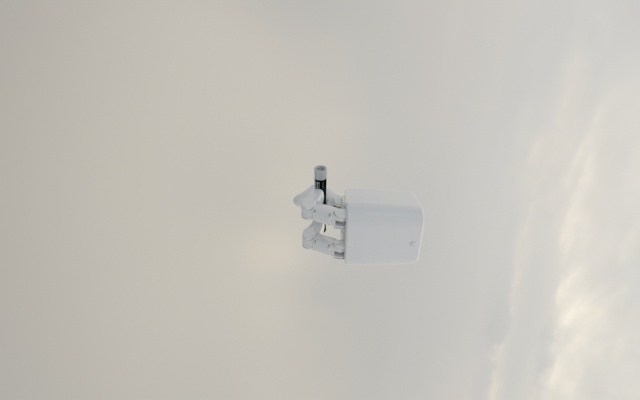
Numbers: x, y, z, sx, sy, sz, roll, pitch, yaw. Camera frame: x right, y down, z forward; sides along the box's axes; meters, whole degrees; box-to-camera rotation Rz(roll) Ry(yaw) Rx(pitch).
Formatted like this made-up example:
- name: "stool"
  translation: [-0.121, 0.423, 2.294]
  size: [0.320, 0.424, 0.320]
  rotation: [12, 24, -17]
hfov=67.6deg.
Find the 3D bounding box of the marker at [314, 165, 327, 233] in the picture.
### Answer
- name: "marker"
  translation: [0.000, 0.002, 0.727]
  size: [0.020, 0.121, 0.020]
  rotation: [0, 35, 0]
